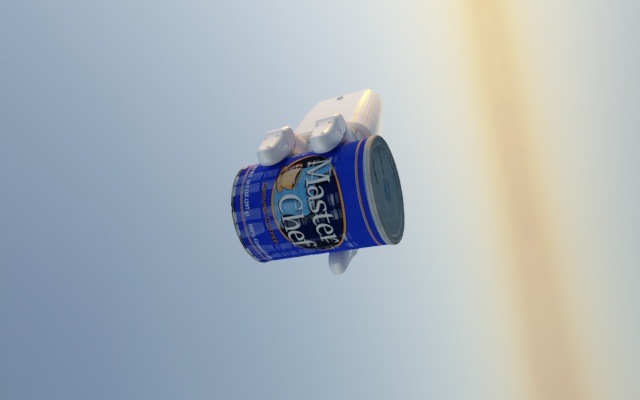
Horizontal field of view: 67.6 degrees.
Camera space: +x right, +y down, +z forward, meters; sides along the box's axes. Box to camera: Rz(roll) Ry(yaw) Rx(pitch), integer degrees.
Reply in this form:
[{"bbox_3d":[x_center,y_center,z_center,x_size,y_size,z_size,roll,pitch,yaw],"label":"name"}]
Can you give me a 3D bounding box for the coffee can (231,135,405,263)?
[{"bbox_3d":[0.000,0.002,0.466,0.140,0.103,0.103,-11,-4,23],"label":"coffee can"}]
